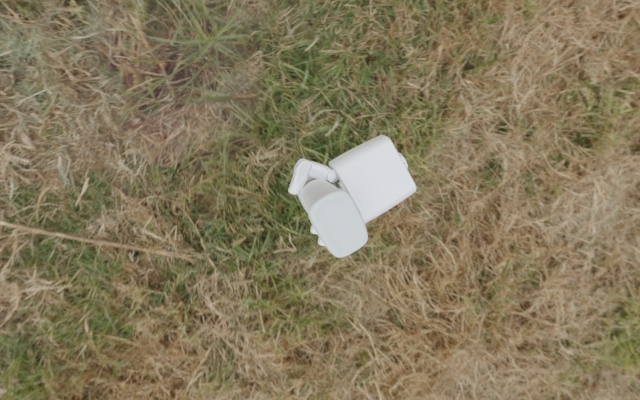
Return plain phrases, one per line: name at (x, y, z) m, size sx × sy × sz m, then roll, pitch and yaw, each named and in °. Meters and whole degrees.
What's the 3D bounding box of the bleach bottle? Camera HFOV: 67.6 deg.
bleach bottle at (0.000, 0.003, 0.788) m, size 0.068 × 0.103 × 0.250 m, roll -30°, pitch 21°, yaw -4°
